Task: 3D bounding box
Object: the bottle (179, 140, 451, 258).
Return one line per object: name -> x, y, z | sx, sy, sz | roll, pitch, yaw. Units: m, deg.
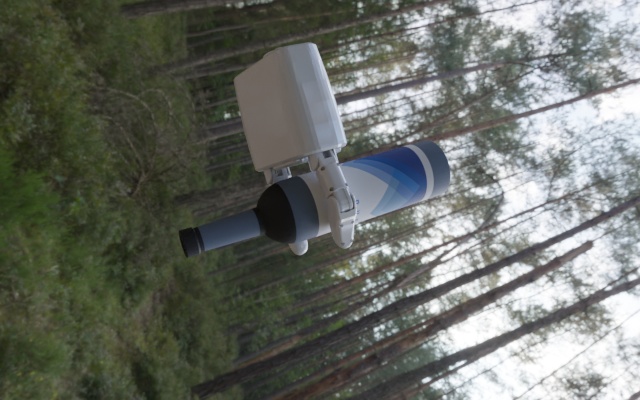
bottle -> 0.000, 0.002, 0.506 | 0.295, 0.069, 0.069 | -17, 6, -22
